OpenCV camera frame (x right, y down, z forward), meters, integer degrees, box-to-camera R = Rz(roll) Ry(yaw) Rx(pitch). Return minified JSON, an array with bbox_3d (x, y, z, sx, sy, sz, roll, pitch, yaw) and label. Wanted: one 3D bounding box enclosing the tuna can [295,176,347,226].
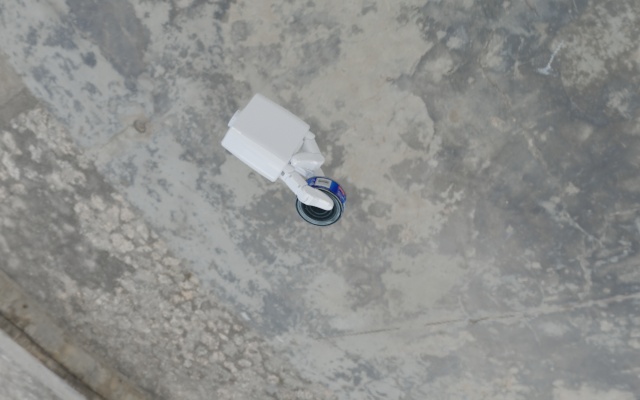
[{"bbox_3d":[0.000,0.003,0.815,0.086,0.086,0.033,0,36,15],"label":"tuna can"}]
